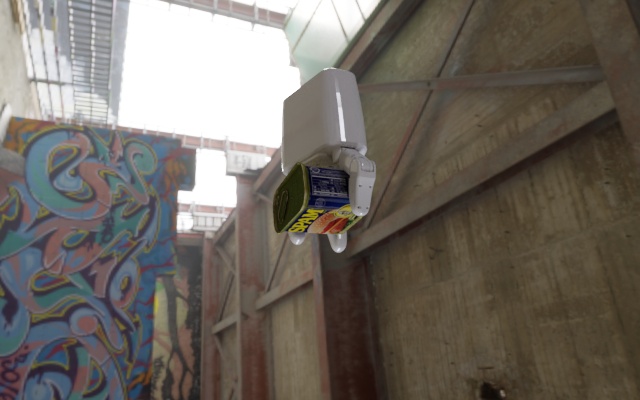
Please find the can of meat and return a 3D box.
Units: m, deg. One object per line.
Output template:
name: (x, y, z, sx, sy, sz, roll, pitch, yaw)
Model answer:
can of meat: (0.000, 0.002, 0.557, 0.084, 0.057, 0.102, 5, -26, -24)
